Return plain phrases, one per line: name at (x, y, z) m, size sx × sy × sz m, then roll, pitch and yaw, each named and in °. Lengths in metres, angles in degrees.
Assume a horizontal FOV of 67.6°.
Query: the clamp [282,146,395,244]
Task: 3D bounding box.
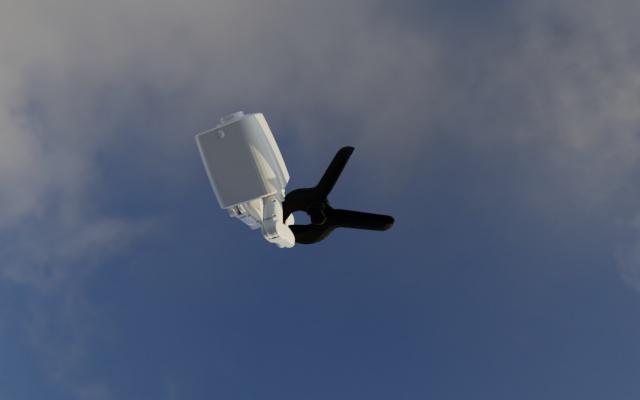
clamp at (0.000, 0.002, 0.632) m, size 0.171 × 0.120 × 0.039 m, roll -16°, pitch 11°, yaw 21°
